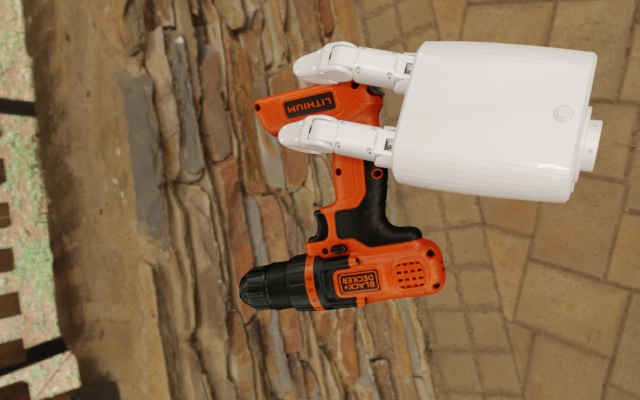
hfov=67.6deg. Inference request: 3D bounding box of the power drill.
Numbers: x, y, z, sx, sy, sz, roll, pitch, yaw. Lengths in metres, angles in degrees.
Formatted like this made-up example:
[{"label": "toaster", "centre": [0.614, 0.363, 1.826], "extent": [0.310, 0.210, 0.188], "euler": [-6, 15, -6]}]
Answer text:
[{"label": "power drill", "centre": [0.000, 0.001, 0.407], "extent": [0.184, 0.187, 0.057], "euler": [-10, 6, 17]}]
